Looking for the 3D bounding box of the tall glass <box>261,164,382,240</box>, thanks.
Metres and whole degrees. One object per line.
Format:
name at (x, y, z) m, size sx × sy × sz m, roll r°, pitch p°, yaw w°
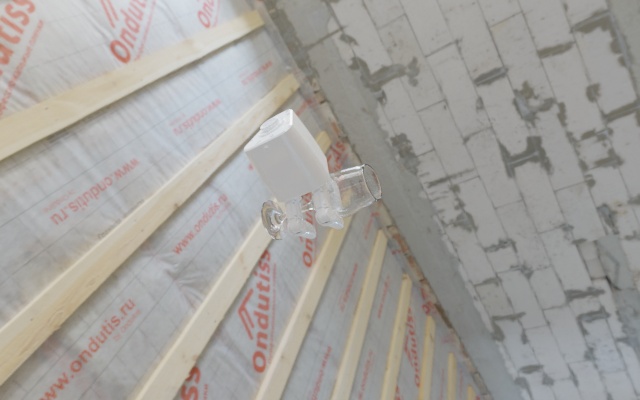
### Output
tall glass at (0.000, 0.003, 0.802) m, size 0.201 × 0.079 × 0.079 m, roll -21°, pitch -10°, yaw 27°
